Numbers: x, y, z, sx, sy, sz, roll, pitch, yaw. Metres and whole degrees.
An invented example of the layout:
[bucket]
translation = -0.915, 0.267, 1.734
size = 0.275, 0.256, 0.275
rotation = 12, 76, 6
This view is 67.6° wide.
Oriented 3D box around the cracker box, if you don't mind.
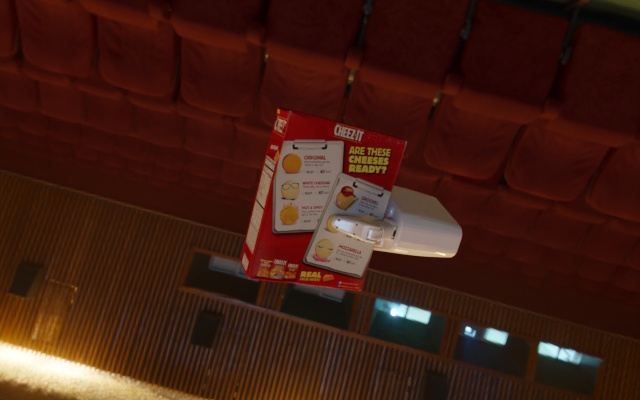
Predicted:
[cracker box]
translation = 0.000, 0.002, 0.625
size = 0.164, 0.214, 0.072
rotation = 11, 11, -24
